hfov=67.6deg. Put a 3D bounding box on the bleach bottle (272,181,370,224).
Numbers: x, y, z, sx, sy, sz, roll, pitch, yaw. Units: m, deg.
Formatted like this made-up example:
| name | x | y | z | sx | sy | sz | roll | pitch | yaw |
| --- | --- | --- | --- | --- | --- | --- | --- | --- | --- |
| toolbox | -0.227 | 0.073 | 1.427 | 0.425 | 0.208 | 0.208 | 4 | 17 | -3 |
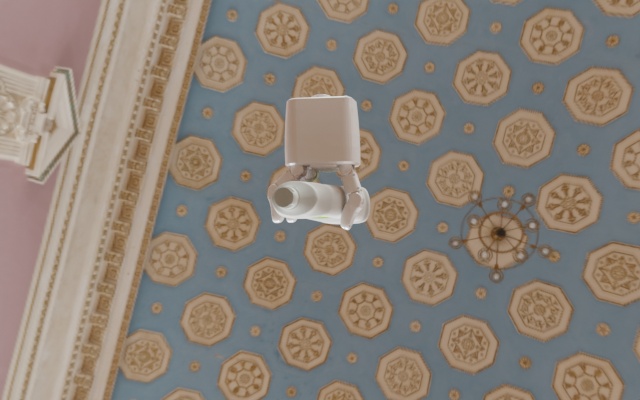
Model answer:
| name | x | y | z | sx | sy | sz | roll | pitch | yaw |
| --- | --- | --- | --- | --- | --- | --- | --- | --- | --- |
| bleach bottle | 0.000 | 0.003 | 0.754 | 0.102 | 0.068 | 0.251 | -3 | -4 | 19 |
